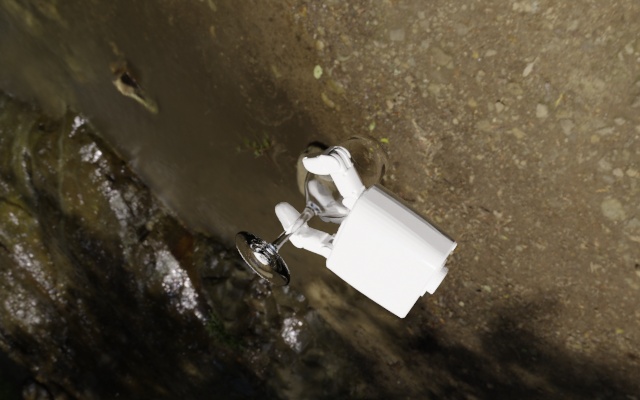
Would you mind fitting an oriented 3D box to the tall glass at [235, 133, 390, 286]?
[{"bbox_3d":[0.000,0.002,0.542,0.079,0.079,0.201,0,37,49],"label":"tall glass"}]
